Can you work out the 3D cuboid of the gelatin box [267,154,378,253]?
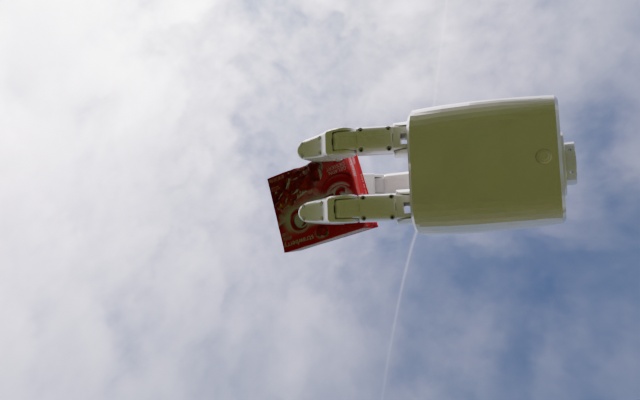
[{"bbox_3d":[0.000,0.002,0.436,0.089,0.073,0.030,-19,-11,28],"label":"gelatin box"}]
